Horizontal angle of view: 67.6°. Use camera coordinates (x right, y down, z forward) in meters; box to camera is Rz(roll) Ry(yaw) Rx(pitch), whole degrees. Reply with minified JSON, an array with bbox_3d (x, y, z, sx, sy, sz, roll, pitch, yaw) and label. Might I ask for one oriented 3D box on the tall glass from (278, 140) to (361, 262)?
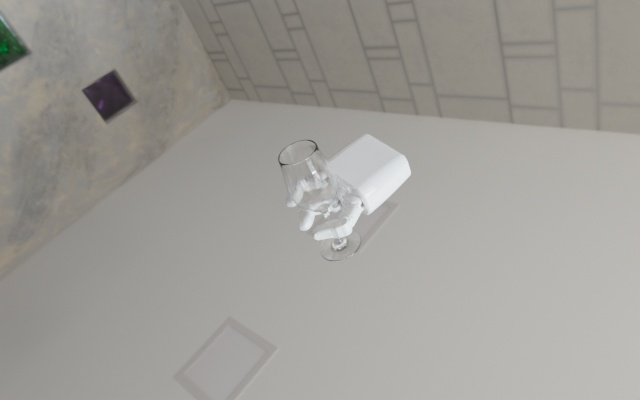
[{"bbox_3d":[0.000,0.003,0.756,0.079,0.201,0.079,-16,37,12],"label":"tall glass"}]
